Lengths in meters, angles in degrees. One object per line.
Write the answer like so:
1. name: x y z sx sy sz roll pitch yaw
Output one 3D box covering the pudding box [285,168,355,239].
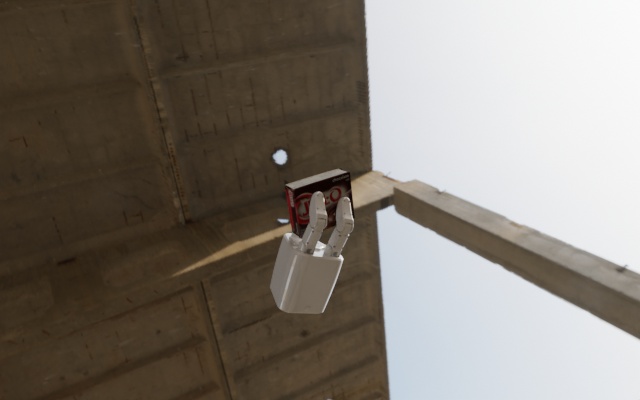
1. pudding box: 0.000 0.003 0.812 0.113 0.090 0.039 -20 27 -26
